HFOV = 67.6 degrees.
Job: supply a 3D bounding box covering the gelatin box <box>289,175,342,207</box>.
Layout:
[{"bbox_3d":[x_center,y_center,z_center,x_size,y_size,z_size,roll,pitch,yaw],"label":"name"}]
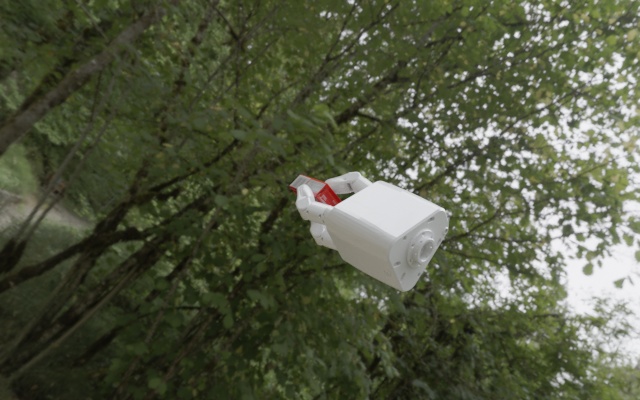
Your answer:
[{"bbox_3d":[0.000,0.002,0.722,0.073,0.030,0.089,52,-15,-29],"label":"gelatin box"}]
